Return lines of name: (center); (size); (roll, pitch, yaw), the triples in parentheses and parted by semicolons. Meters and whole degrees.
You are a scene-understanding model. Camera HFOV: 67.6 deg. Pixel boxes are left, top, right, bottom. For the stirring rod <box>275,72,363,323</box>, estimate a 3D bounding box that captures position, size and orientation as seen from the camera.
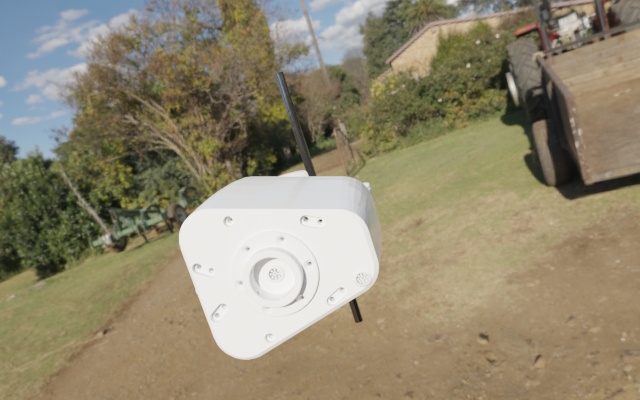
stirring rod: (0.000, 0.002, 0.437); (0.011, 0.239, 0.011); (-18, 9, 3)
